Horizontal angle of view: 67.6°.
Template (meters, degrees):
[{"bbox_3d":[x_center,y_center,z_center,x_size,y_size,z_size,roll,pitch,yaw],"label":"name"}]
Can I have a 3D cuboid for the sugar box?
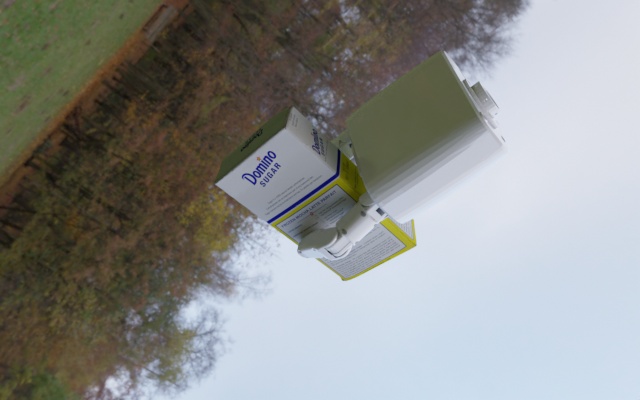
[{"bbox_3d":[0.000,0.001,0.448,0.093,0.048,0.176,-33,-61,29],"label":"sugar box"}]
